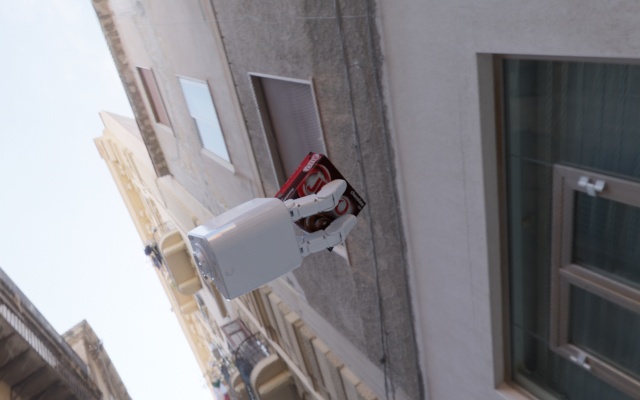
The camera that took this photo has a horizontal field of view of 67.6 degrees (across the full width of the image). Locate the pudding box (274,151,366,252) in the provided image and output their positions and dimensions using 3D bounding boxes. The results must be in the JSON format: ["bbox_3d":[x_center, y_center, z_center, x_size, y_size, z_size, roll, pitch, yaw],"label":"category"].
[{"bbox_3d":[0.000,0.002,0.658,0.039,0.090,0.113,23,-19,51],"label":"pudding box"}]
